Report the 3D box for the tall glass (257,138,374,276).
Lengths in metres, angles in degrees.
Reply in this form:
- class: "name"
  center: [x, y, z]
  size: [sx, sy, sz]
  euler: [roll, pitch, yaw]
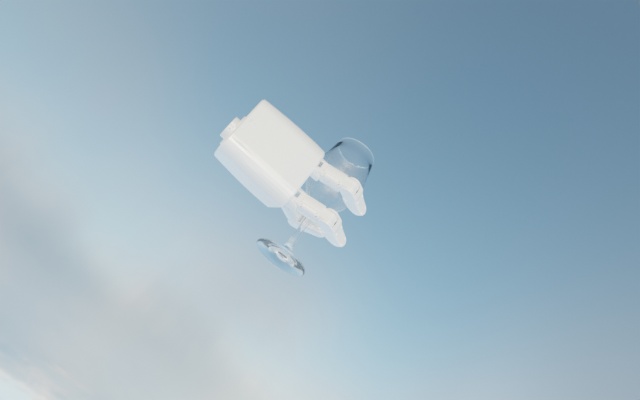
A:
- class: "tall glass"
  center: [0.000, 0.003, 0.656]
  size: [0.079, 0.201, 0.079]
  euler: [27, -29, 17]
